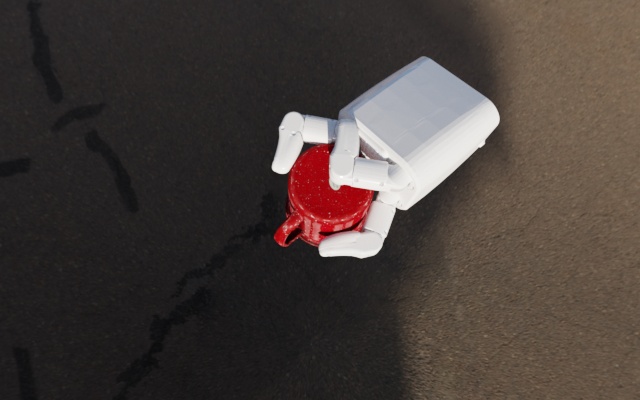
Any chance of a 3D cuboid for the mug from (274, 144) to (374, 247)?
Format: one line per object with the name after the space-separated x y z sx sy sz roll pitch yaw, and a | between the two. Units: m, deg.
-0.001 0.002 0.477 0.117 0.093 0.081 -39 -12 -12 | mug
